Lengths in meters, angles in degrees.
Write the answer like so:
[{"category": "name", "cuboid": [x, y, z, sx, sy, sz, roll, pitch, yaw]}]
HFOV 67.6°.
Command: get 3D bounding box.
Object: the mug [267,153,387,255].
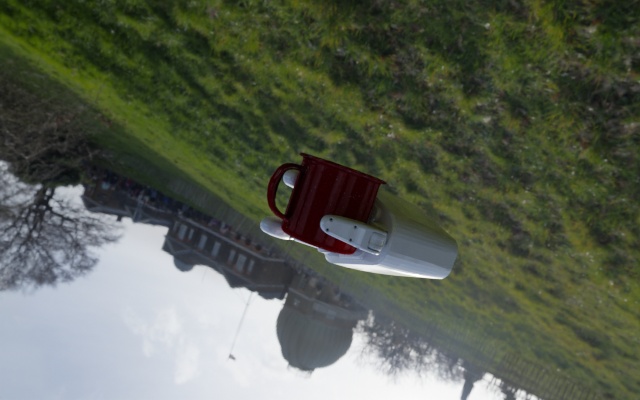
[{"category": "mug", "cuboid": [-0.001, 0.001, 0.479, 0.117, 0.081, 0.093, 18, 3, -33]}]
